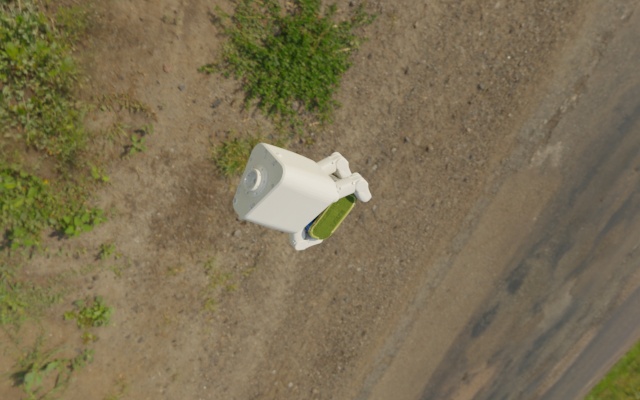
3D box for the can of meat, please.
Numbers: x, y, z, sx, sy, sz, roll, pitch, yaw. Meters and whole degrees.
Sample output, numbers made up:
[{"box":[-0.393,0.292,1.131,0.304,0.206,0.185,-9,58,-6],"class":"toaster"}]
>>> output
[{"box":[0.000,0.003,0.787,0.057,0.102,0.084,23,18,-46],"class":"can of meat"}]
